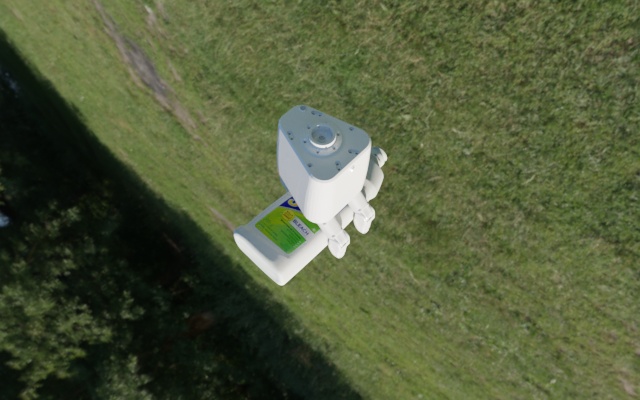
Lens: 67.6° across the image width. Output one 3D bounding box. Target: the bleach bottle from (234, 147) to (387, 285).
[{"bbox_3d":[0.000,0.002,0.695,0.102,0.250,0.068,41,-22,16],"label":"bleach bottle"}]
